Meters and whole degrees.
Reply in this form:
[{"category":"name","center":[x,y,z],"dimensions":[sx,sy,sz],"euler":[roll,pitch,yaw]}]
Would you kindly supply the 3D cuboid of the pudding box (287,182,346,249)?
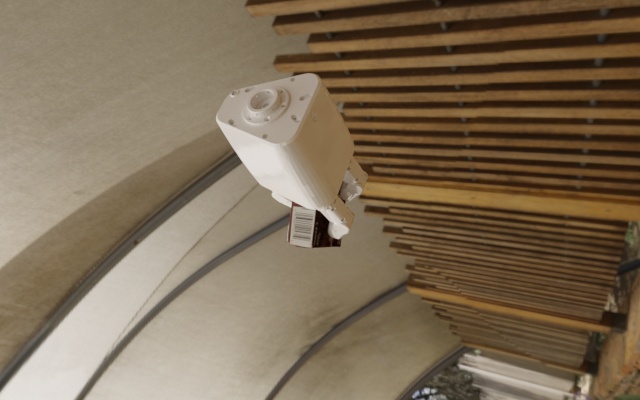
[{"category":"pudding box","center":[0.000,0.002,0.596],"dimensions":[0.039,0.113,0.090],"euler":[8,0,26]}]
